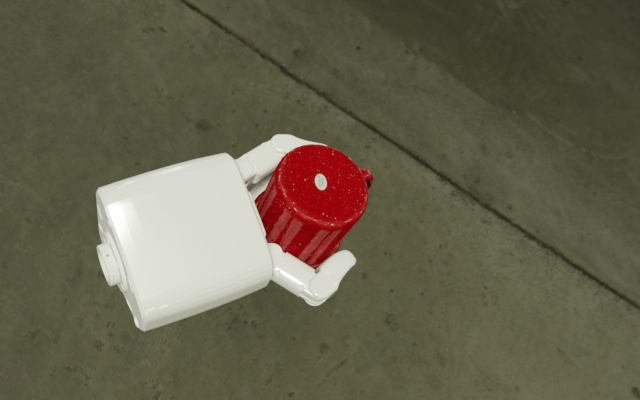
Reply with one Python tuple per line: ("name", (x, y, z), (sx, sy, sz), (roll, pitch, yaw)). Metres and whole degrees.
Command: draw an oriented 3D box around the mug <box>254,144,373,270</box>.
("mug", (0.001, 0.001, 0.425), (0.117, 0.093, 0.081), (-20, -20, -30))
